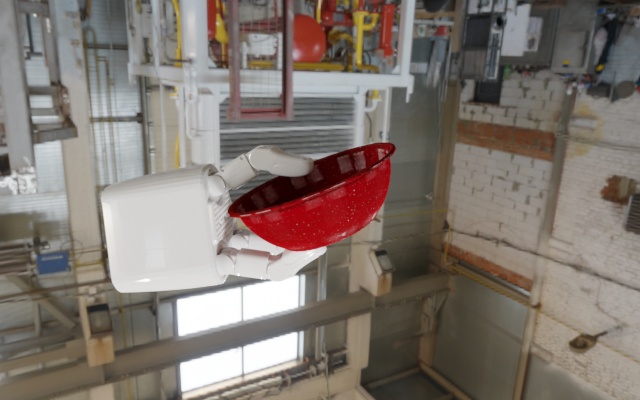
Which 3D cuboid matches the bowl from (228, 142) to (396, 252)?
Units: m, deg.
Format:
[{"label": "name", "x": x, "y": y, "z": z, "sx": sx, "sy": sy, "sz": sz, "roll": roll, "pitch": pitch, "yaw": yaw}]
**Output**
[{"label": "bowl", "x": 0.001, "y": 0.001, "z": 0.437, "sx": 0.162, "sy": 0.055, "sz": 0.162, "roll": -21, "pitch": 13, "yaw": 5}]
